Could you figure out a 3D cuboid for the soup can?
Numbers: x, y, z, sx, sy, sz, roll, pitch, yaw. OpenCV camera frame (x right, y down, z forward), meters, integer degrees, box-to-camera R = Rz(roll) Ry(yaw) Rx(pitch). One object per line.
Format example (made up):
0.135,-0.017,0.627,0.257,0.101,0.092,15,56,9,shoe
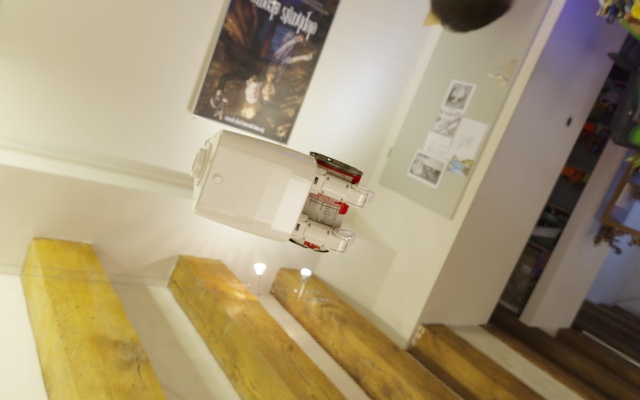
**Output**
0.000,0.002,0.562,0.068,0.102,0.068,21,10,-4,soup can
